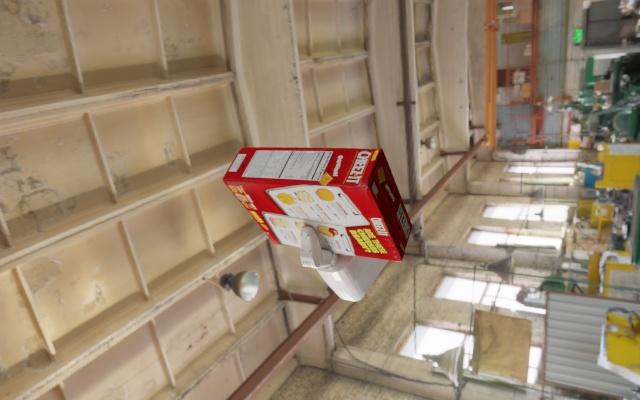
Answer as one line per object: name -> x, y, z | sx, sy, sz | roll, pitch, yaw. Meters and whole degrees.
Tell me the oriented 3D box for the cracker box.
cracker box -> 0.000, 0.002, 0.652 | 0.213, 0.072, 0.164 | 4, -35, 29
